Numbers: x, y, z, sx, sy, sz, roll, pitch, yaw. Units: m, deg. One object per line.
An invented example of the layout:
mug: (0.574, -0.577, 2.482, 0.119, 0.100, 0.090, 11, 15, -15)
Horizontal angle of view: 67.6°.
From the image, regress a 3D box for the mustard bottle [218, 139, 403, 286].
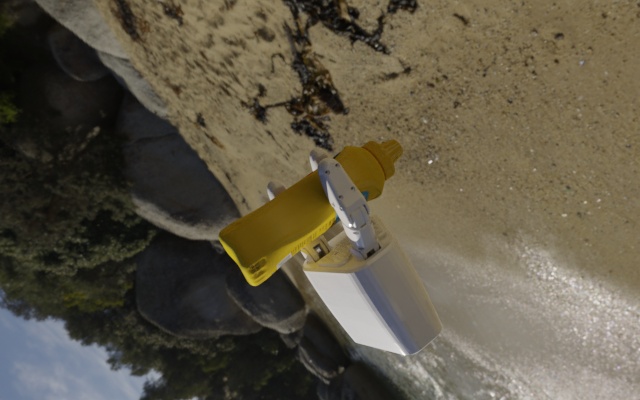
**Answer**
mustard bottle: (0.000, 0.001, 0.445, 0.191, 0.058, 0.096, -35, -10, -13)
